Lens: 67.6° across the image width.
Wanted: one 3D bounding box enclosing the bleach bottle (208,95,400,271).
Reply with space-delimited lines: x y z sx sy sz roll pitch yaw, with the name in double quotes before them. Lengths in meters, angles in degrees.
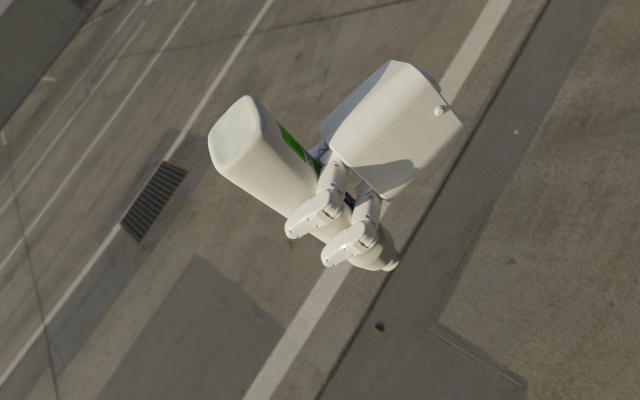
"bleach bottle" 0.000 0.002 0.506 0.251 0.068 0.102 39 12 -34
